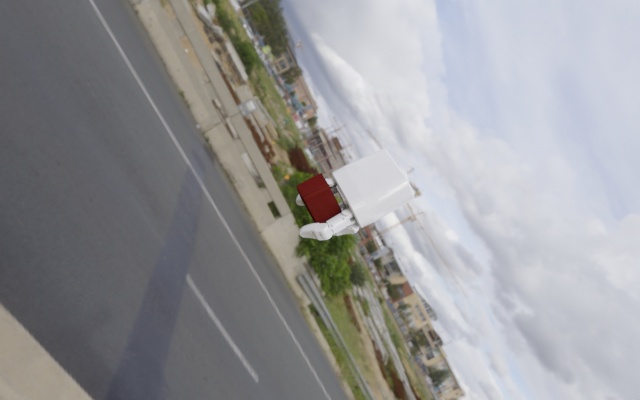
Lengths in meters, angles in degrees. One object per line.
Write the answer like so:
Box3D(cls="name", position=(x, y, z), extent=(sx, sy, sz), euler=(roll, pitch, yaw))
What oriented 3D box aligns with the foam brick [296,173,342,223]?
Box3D(cls="foam brick", position=(0.000, 0.003, 0.820), extent=(0.051, 0.078, 0.053), euler=(-27, 30, 1))
